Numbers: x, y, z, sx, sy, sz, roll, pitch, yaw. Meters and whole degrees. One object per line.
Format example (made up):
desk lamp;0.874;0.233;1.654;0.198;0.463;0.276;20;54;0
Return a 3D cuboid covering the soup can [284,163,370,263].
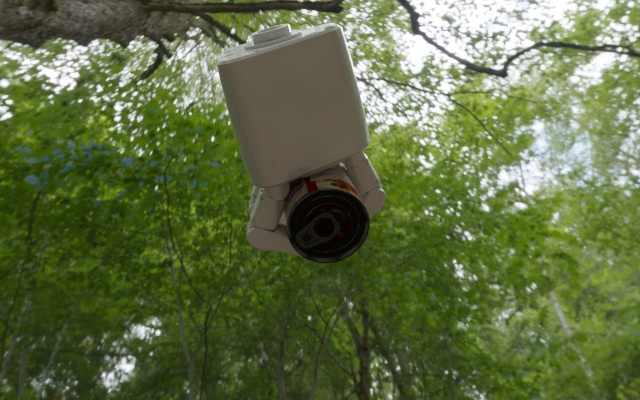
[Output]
soup can;0.000;0.002;0.432;0.068;0.068;0.102;0;24;-8
